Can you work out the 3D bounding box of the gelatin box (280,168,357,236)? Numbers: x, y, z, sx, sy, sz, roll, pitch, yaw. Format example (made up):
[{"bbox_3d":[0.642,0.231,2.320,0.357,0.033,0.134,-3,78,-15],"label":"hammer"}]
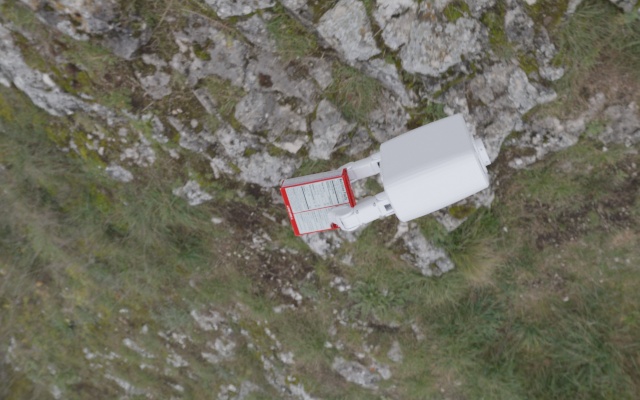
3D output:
[{"bbox_3d":[0.000,0.002,0.624,0.089,0.073,0.030,-11,25,13],"label":"gelatin box"}]
